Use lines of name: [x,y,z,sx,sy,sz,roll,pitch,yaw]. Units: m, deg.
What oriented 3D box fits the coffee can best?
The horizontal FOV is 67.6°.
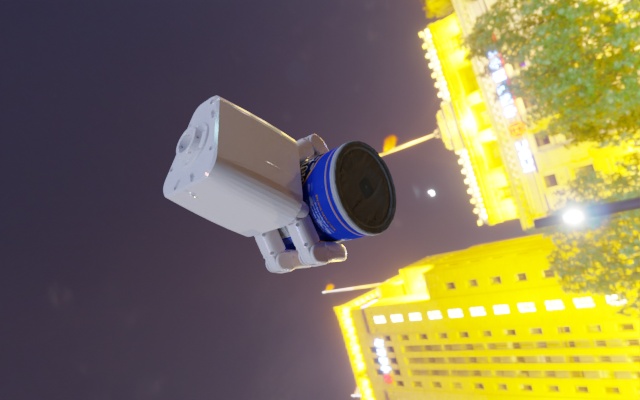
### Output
coffee can: [0.000,0.002,0.548,0.140,0.103,0.103,-18,-12,42]
